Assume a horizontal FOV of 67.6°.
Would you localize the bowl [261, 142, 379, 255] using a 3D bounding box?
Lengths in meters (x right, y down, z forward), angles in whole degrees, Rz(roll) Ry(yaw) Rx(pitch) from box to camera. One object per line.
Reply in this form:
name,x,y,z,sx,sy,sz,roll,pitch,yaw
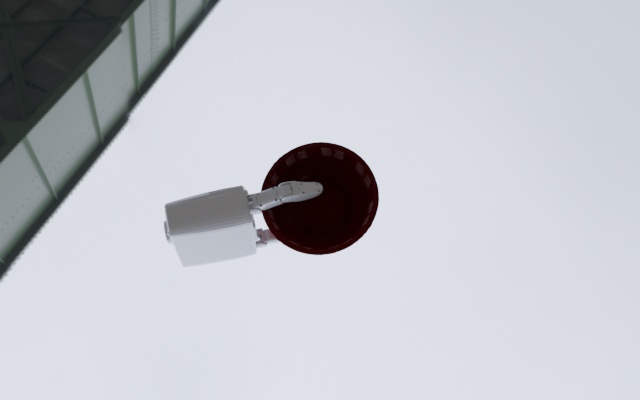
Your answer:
bowl,0.001,0.002,0.669,0.162,0.162,0.055,0,-18,5
